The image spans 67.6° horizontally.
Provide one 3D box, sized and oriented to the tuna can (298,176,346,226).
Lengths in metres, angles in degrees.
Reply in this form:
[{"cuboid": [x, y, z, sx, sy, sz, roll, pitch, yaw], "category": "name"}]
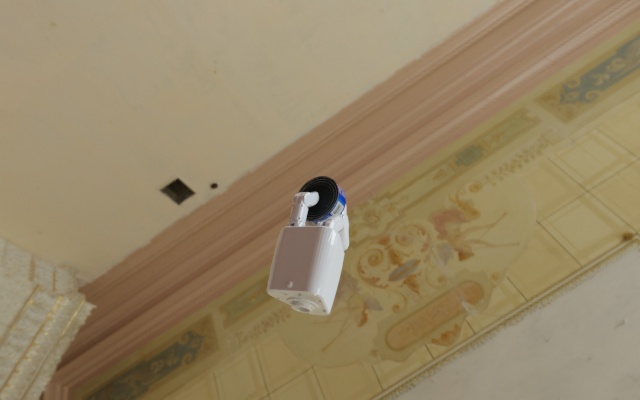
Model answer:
[{"cuboid": [0.000, 0.003, 0.828, 0.086, 0.086, 0.034, 0, -28, 32], "category": "tuna can"}]
